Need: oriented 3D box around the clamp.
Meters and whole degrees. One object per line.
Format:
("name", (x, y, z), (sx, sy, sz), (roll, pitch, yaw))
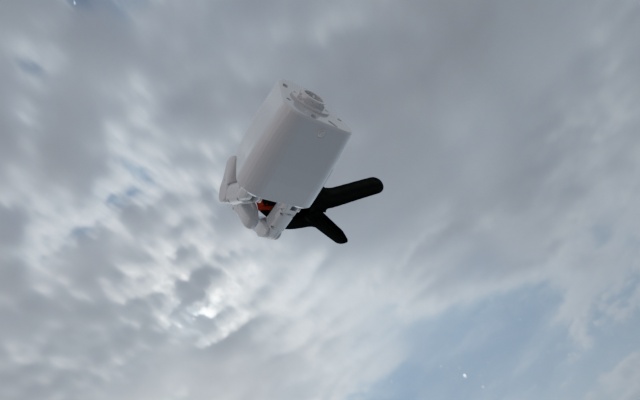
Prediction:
("clamp", (0.000, 0.002, 0.630), (0.171, 0.120, 0.039), (14, 30, -38))
